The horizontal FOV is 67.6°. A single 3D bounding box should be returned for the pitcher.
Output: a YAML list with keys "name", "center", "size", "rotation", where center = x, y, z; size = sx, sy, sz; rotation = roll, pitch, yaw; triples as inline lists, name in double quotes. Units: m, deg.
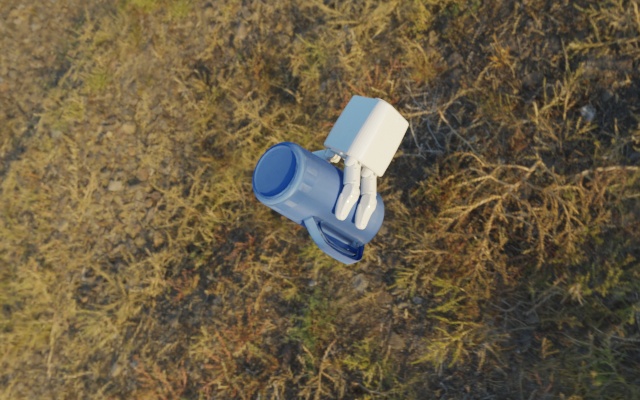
- name: "pitcher"
  center: [0.000, 0.003, 0.828]
  size: [0.149, 0.145, 0.243]
  rotation: [31, 1, 41]
